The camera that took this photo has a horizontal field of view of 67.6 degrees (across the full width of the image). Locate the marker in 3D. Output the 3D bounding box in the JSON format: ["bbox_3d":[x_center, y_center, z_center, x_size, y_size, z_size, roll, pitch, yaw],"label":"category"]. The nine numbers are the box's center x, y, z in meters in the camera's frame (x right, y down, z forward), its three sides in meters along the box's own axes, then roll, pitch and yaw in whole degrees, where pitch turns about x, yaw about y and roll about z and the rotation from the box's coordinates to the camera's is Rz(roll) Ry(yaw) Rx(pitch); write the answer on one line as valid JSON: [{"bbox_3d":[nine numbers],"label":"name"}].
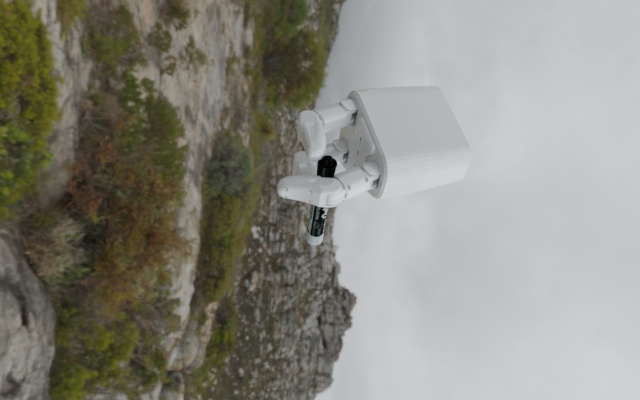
[{"bbox_3d":[0.000,0.002,0.489,0.020,0.020,0.121,0,-44,-9],"label":"marker"}]
